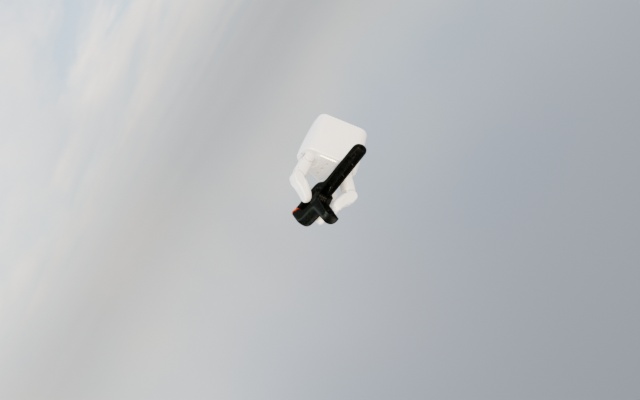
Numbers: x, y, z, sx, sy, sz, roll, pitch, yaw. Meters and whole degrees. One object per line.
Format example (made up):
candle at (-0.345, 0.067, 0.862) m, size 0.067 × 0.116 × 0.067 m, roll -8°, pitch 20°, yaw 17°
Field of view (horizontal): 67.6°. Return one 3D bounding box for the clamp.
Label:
clamp at (-0.001, 0.002, 0.866) m, size 0.036 × 0.164 × 0.210 m, roll 33°, pitch -38°, yaw -14°
